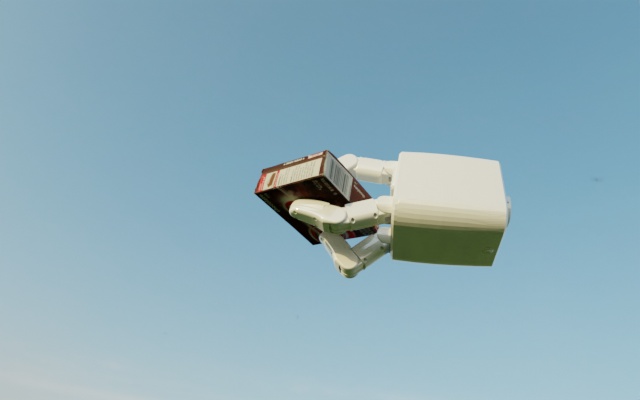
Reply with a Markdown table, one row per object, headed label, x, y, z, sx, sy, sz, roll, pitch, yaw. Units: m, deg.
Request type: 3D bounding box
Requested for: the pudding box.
| label | x | y | z | sx | sy | sz | roll | pitch | yaw |
| --- | --- | --- | --- | --- | --- | --- | --- | --- | --- |
| pudding box | 0.000 | 0.002 | 0.511 | 0.090 | 0.039 | 0.113 | -14 | -44 | 33 |
